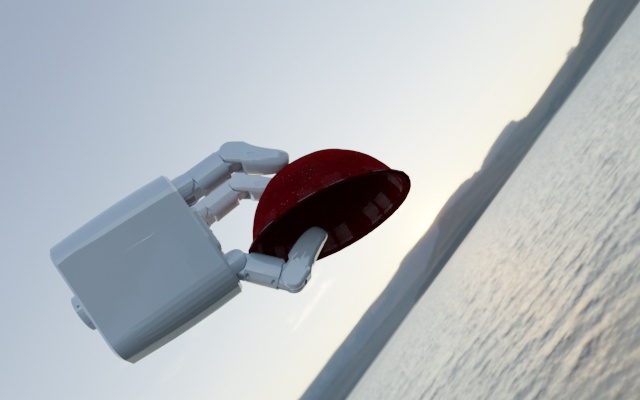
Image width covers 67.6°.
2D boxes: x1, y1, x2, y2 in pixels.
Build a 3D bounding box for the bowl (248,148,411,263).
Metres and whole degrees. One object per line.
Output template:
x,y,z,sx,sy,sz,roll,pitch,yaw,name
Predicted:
0.001,0.001,0.441,0.162,0.055,0.162,-23,-24,-11,bowl
